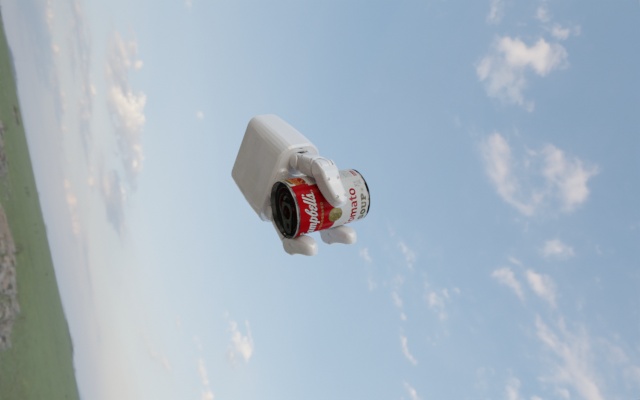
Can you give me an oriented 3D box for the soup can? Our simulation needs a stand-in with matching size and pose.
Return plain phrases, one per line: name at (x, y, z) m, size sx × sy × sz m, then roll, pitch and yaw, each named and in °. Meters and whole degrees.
soup can at (0.001, 0.002, 0.574) m, size 0.102 × 0.068 × 0.068 m, roll -12°, pitch 6°, yaw -30°
